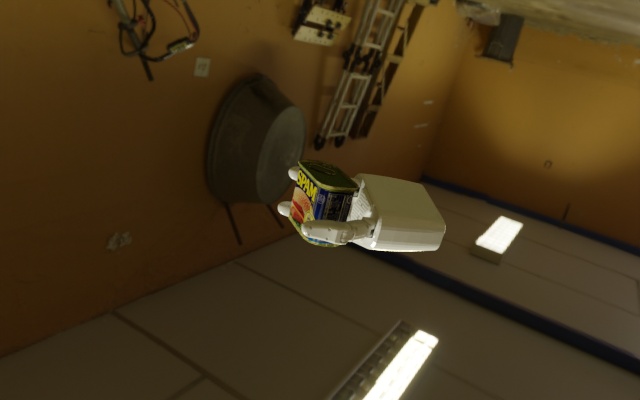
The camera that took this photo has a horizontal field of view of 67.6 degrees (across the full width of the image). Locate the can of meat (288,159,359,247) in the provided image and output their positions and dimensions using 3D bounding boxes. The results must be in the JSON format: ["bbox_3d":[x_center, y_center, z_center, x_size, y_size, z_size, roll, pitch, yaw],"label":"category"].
[{"bbox_3d":[0.000,0.002,0.630,0.057,0.084,0.102,4,22,-25],"label":"can of meat"}]
